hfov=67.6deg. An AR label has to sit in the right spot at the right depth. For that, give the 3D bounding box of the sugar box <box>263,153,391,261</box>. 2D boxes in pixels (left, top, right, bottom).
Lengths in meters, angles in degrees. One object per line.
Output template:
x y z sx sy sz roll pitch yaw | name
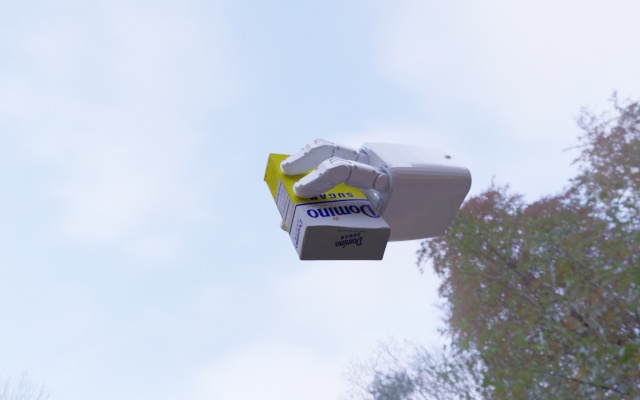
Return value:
0.000 0.001 0.535 0.093 0.048 0.176 3 25 -22 | sugar box
